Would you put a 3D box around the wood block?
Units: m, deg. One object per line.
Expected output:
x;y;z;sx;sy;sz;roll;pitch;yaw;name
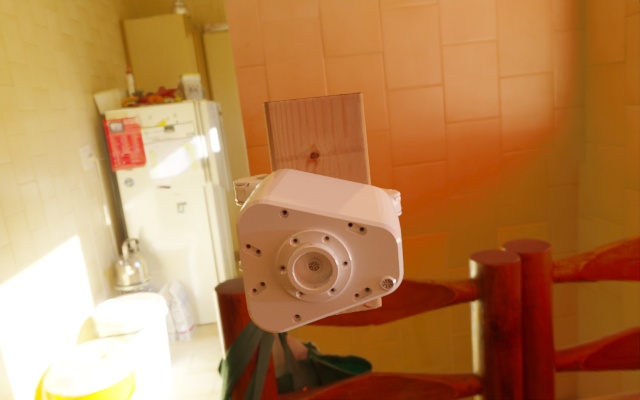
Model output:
0.000;0.001;0.479;0.091;0.206;0.090;-7;12;-6;wood block
